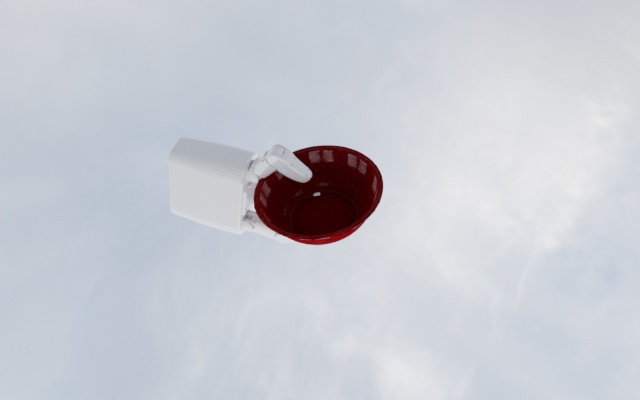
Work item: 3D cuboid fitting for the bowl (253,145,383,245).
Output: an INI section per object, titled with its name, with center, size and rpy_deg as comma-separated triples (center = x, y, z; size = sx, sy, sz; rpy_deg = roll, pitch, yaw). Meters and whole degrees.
[bowl]
center = 0.001, 0.003, 0.604
size = 0.162, 0.162, 0.055
rpy_deg = 0, -43, 12
